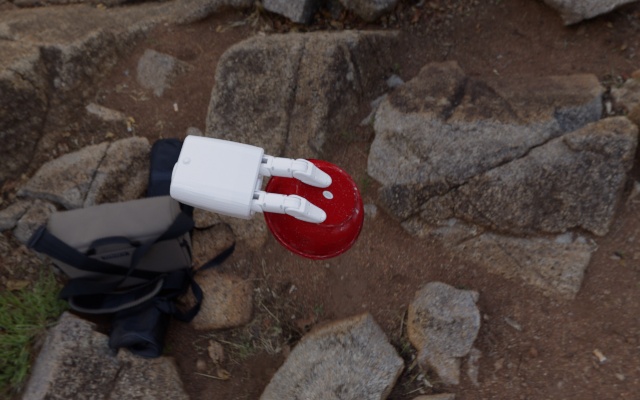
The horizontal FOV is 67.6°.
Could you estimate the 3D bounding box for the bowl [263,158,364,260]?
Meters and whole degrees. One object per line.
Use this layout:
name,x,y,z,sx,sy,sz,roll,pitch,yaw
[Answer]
bowl,0.002,0.002,0.697,0.162,0.162,0.055,0,-20,-21
